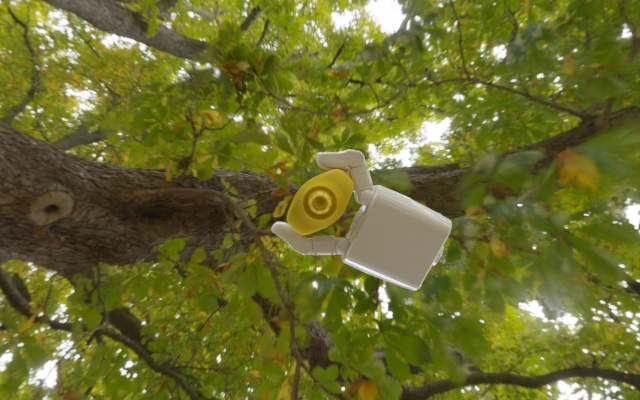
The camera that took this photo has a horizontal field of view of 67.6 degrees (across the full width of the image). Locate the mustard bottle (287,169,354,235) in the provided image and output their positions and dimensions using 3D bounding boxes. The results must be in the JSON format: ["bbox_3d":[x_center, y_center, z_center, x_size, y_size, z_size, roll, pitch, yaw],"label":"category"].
[{"bbox_3d":[0.000,0.002,0.614,0.096,0.058,0.191,-42,1,1],"label":"mustard bottle"}]
